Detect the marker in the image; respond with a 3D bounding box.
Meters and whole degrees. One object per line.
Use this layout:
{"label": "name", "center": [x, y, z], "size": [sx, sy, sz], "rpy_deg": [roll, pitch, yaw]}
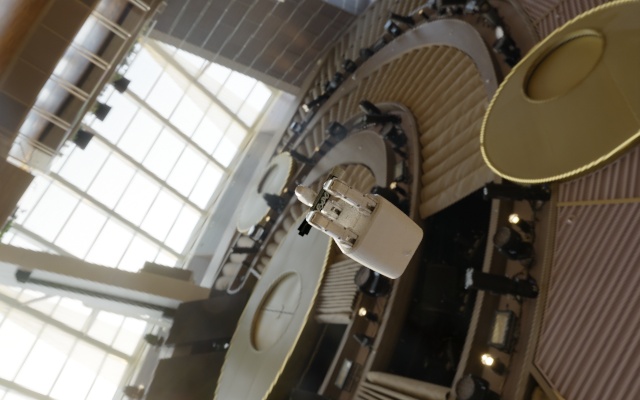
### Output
{"label": "marker", "center": [0.000, 0.002, 0.738], "size": [0.020, 0.121, 0.020], "rpy_deg": [31, -4, 2]}
